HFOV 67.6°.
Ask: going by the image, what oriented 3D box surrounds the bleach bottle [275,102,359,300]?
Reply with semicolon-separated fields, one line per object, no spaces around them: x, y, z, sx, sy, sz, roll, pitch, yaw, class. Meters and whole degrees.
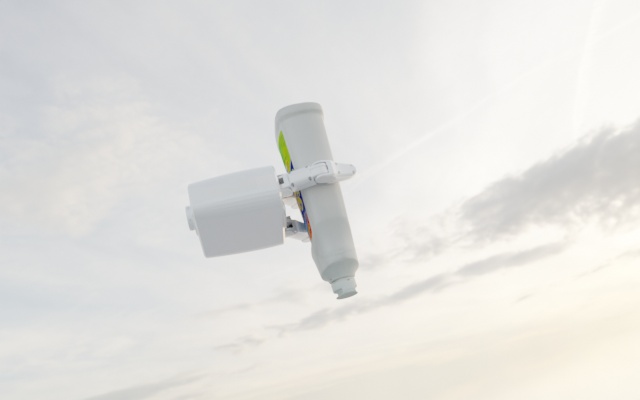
0.000;0.002;0.622;0.068;0.250;0.103;-12;-23;-11;bleach bottle
